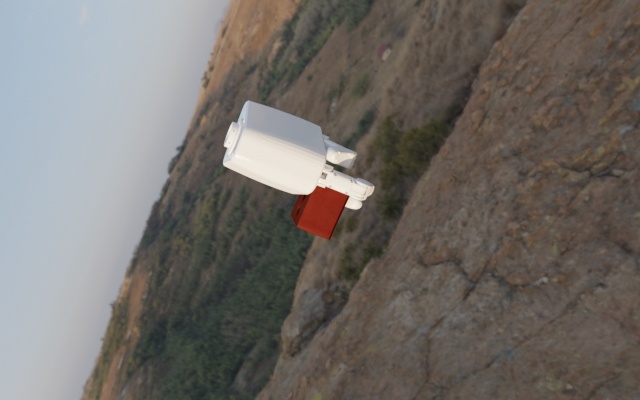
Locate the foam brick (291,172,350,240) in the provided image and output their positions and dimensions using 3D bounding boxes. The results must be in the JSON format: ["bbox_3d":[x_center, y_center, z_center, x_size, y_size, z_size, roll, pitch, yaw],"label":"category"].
[{"bbox_3d":[0.000,0.002,0.638,0.051,0.078,0.053,20,12,-19],"label":"foam brick"}]
